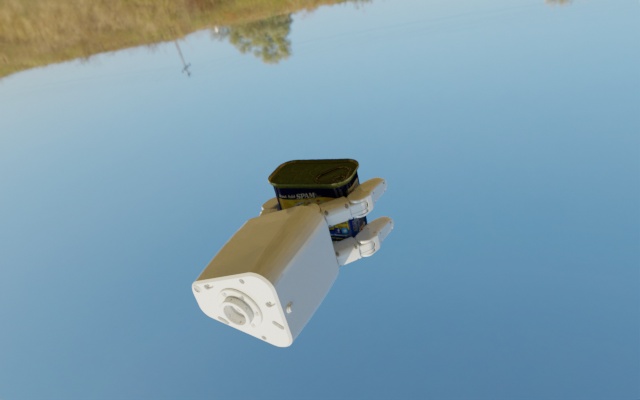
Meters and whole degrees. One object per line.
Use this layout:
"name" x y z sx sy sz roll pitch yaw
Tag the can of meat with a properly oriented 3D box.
"can of meat" 0.000 0.002 0.552 0.102 0.084 0.057 1 32 25
